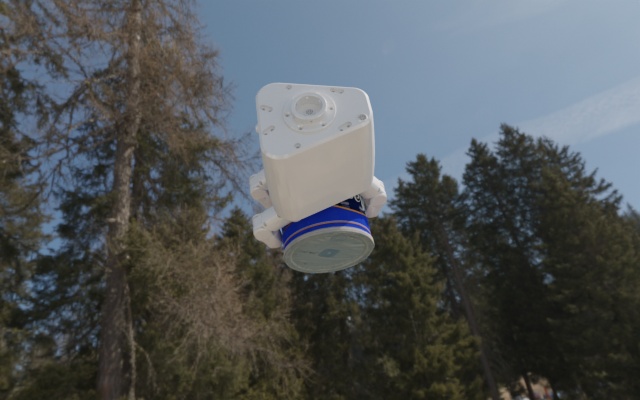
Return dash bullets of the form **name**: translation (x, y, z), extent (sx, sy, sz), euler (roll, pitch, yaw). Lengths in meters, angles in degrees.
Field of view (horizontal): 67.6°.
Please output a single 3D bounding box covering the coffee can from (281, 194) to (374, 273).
- **coffee can**: translation (0.000, 0.002, 0.571), extent (0.103, 0.140, 0.103), euler (-7, -32, -4)
